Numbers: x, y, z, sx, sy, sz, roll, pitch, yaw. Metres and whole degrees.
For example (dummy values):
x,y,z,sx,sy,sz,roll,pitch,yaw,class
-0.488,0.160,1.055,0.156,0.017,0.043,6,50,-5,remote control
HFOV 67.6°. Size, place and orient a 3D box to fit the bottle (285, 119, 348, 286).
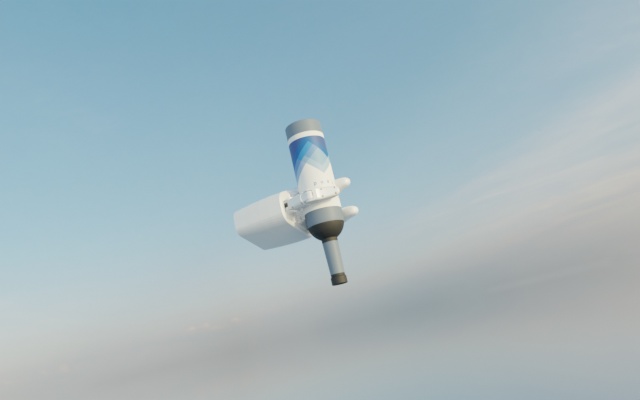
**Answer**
x,y,z,sx,sy,sz,roll,pitch,yaw,class
0.000,0.002,0.842,0.069,0.295,0.069,-13,-15,-3,bottle
